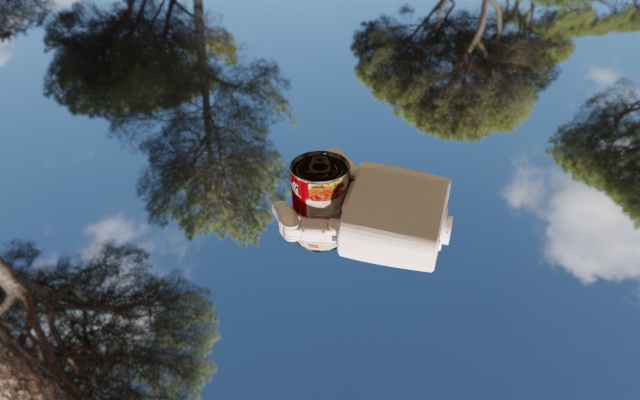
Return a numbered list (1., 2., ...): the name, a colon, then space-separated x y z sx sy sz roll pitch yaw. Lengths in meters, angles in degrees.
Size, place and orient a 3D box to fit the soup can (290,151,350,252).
1. soup can: 0.000 0.002 0.564 0.068 0.102 0.068 -1 36 0
